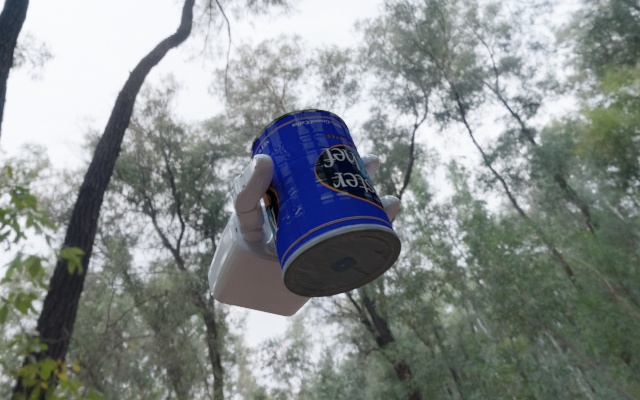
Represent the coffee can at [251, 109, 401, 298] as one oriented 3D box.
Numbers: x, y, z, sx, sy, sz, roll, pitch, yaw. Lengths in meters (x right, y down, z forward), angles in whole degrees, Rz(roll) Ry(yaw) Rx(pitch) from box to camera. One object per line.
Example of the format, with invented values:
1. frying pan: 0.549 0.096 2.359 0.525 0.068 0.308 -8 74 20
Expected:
1. coffee can: 0.000 0.001 0.435 0.103 0.140 0.103 -13 -35 -9
